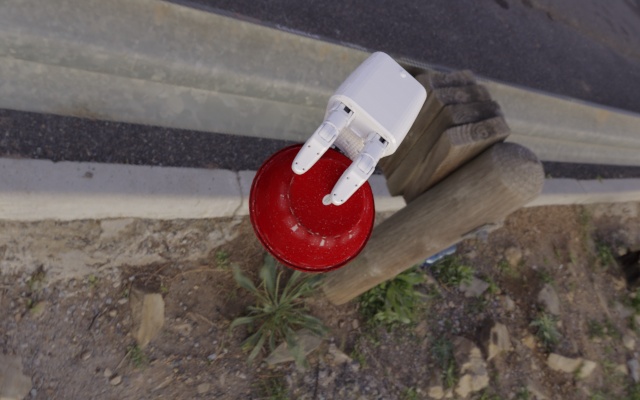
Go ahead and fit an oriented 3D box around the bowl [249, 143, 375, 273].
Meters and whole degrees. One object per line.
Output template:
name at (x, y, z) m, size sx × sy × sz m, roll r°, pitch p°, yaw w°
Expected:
bowl at (0.000, 0.003, 0.558) m, size 0.162 × 0.162 × 0.055 m, roll 0°, pitch -12°, yaw -18°
